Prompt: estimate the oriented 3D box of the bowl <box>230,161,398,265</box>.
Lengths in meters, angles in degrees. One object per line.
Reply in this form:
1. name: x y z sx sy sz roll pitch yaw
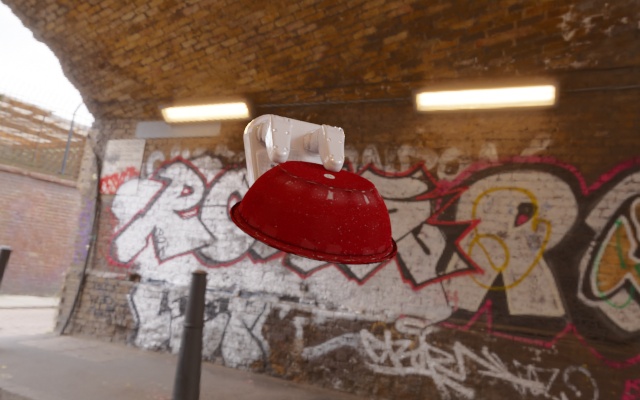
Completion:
1. bowl: 0.001 0.001 0.446 0.162 0.055 0.162 13 15 -4
